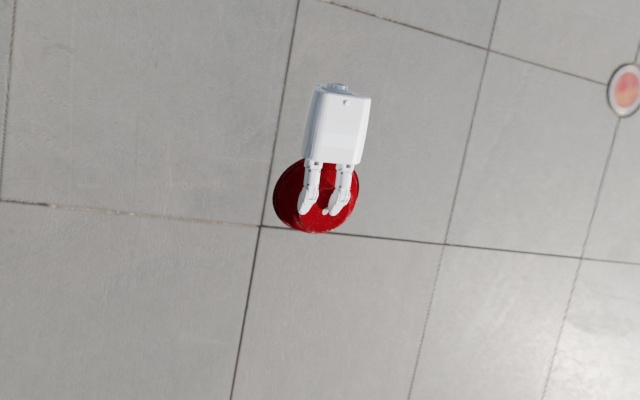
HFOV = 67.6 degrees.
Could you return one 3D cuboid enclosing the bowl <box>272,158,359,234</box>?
[{"bbox_3d":[0.000,0.004,0.834,0.162,0.162,0.055,0,33,-19],"label":"bowl"}]
